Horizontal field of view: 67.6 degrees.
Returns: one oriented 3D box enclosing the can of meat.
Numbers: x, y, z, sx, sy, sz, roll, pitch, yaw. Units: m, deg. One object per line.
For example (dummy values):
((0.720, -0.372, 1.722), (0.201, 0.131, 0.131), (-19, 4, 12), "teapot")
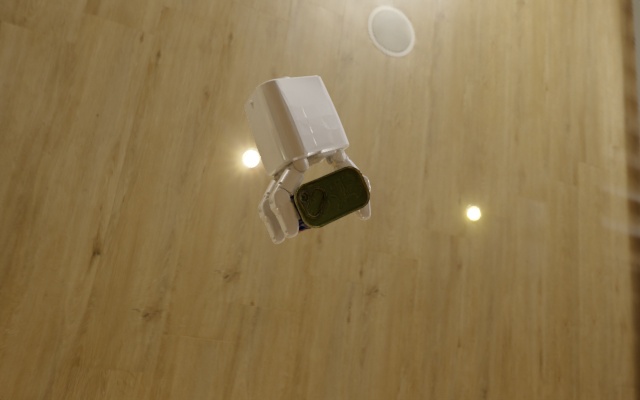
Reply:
((0.000, 0.002, 0.630), (0.102, 0.057, 0.084), (-24, 0, -26), "can of meat")
